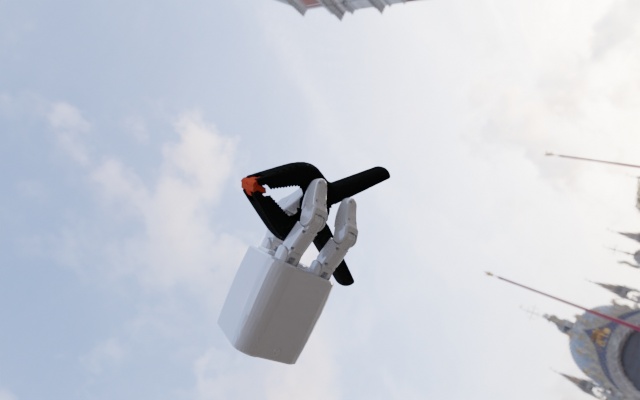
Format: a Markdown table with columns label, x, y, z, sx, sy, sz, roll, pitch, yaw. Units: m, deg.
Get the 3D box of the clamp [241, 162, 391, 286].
| label | x | y | z | sx | sy | sz | roll | pitch | yaw |
| --- | --- | --- | --- | --- | --- | --- | --- | --- | --- |
| clamp | -0.001 | 0.002 | 0.578 | 0.210 | 0.164 | 0.036 | 30 | -9 | -40 |
